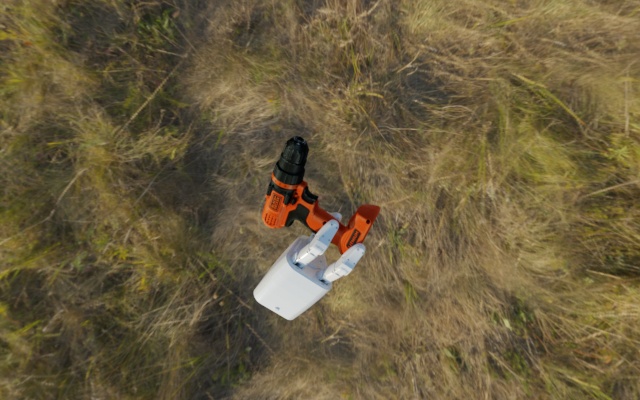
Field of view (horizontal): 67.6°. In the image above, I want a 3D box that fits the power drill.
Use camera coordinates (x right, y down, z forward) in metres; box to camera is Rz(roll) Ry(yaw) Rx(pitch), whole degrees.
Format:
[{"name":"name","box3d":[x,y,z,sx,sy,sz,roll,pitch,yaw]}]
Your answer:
[{"name":"power drill","box3d":[0.000,0.003,0.793,0.187,0.185,0.057,29,39,10]}]
